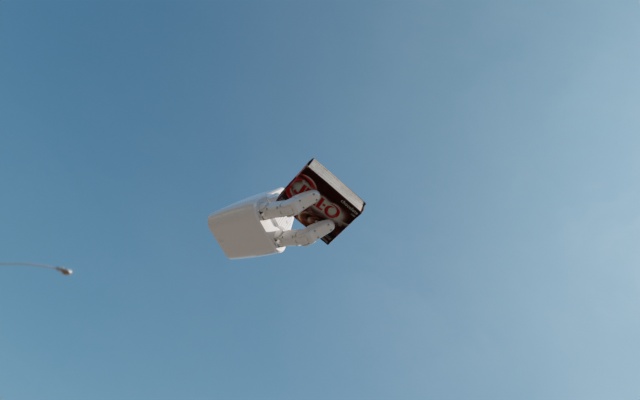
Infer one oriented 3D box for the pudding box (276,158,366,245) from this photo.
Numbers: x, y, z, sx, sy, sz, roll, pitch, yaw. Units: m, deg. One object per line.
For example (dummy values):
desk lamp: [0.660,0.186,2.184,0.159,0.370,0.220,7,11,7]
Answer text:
pudding box: [0.000,0.002,0.750,0.090,0.113,0.039,-46,9,35]
